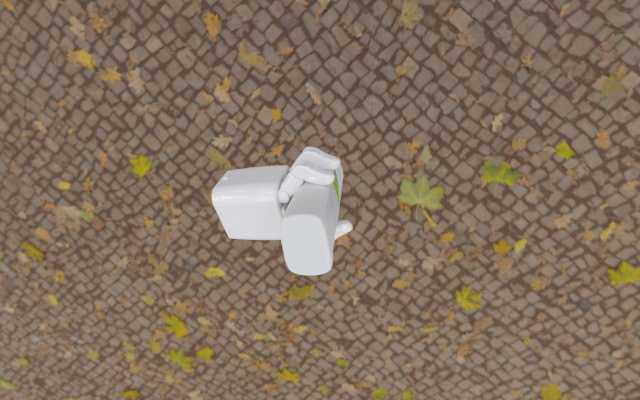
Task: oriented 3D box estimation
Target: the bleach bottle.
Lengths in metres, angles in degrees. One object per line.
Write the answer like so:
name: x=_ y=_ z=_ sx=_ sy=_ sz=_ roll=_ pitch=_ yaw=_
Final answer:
bleach bottle: x=0.000 y=0.002 z=0.749 sx=0.068 sy=0.103 sz=0.250 roll=-3 pitch=28 yaw=12
